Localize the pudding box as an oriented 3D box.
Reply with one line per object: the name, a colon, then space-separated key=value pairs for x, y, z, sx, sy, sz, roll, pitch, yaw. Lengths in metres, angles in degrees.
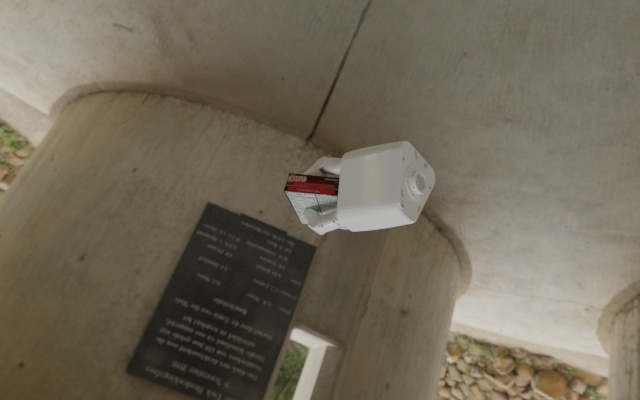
pudding box: x=0.000 y=0.003 z=0.770 sx=0.090 sy=0.039 sz=0.114 roll=7 pitch=-31 yaw=19
